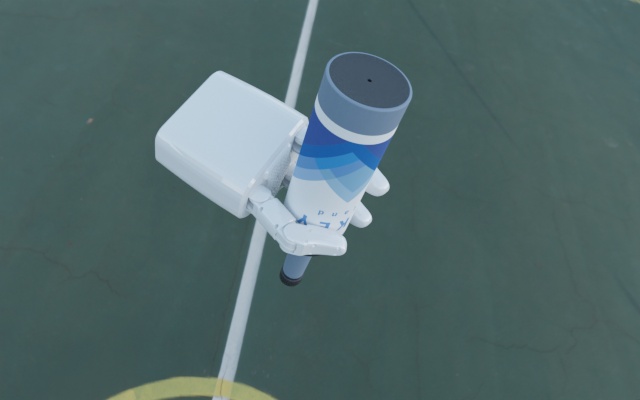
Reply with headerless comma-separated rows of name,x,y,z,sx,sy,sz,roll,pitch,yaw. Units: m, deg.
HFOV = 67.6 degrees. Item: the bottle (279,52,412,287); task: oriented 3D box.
bottle,0.000,0.001,0.458,0.069,0.069,0.296,0,-37,-18
